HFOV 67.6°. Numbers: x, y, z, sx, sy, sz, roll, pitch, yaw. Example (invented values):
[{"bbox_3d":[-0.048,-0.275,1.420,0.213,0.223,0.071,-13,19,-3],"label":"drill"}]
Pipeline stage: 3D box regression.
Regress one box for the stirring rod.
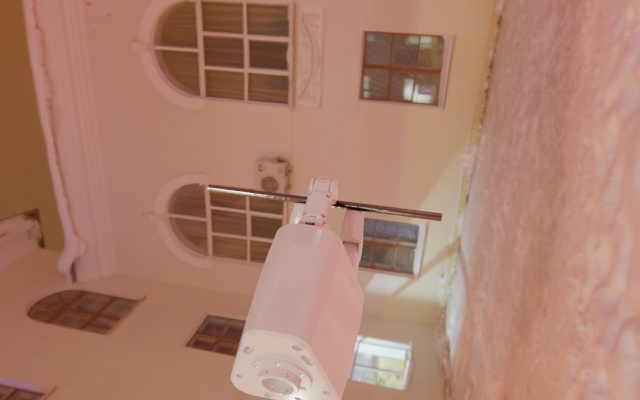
[{"bbox_3d":[0.000,0.002,0.484,0.239,0.011,0.011,7,1,10],"label":"stirring rod"}]
